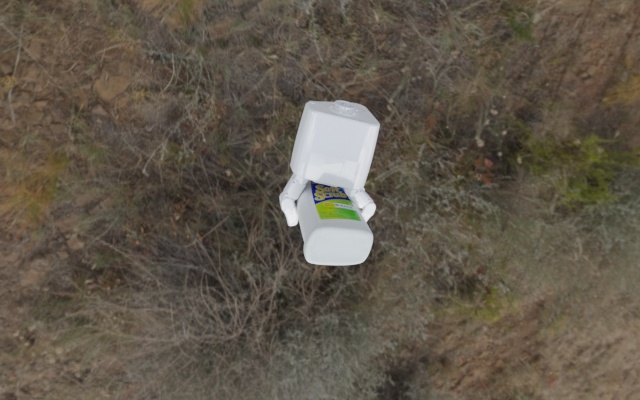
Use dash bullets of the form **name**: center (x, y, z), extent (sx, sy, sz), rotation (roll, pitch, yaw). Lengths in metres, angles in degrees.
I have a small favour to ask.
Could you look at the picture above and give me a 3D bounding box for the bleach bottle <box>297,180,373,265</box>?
- **bleach bottle**: center (0.000, 0.003, 0.773), extent (0.102, 0.068, 0.250), rotation (5, 30, -19)
